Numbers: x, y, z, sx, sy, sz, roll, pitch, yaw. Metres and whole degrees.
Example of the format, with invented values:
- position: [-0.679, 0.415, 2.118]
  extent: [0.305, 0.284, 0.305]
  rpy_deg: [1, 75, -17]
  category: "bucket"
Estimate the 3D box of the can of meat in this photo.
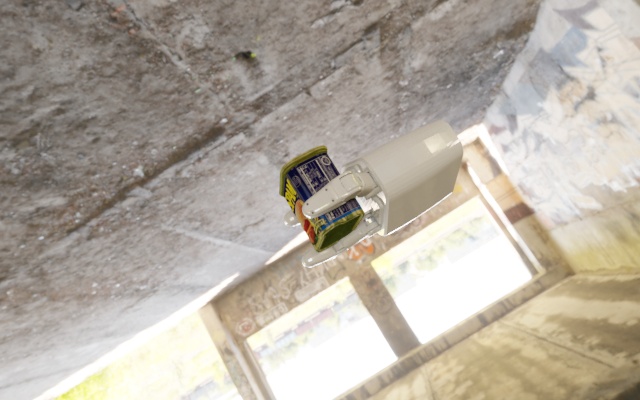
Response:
- position: [0.000, 0.002, 0.522]
  extent: [0.057, 0.084, 0.102]
  rpy_deg: [-29, -14, -14]
  category: "can of meat"
